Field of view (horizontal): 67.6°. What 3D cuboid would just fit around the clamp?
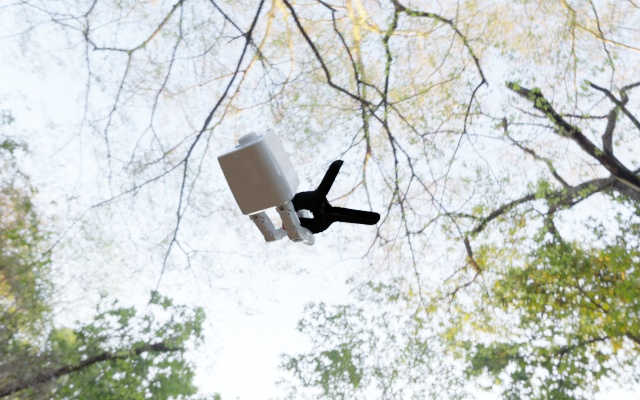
[{"bbox_3d":[0.000,0.002,0.767,0.171,0.120,0.039,-15,19,29],"label":"clamp"}]
